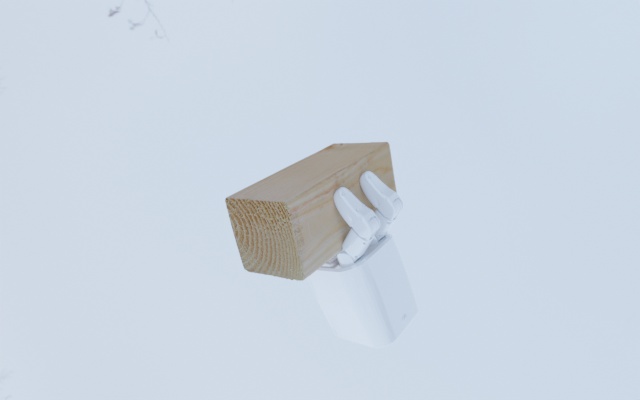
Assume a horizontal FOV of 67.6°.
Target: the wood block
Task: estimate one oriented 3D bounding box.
[{"bbox_3d":[0.000,0.002,0.567,0.091,0.090,0.206,2,23,37],"label":"wood block"}]
